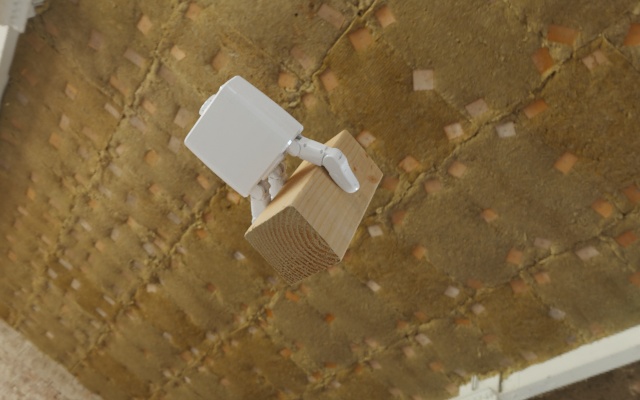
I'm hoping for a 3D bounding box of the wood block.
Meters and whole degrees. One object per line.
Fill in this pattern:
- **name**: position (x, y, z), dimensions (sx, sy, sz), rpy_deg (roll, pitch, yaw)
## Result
- **wood block**: position (0.000, 0.002, 0.633), dimensions (0.091, 0.090, 0.206), rpy_deg (-32, 15, 36)
